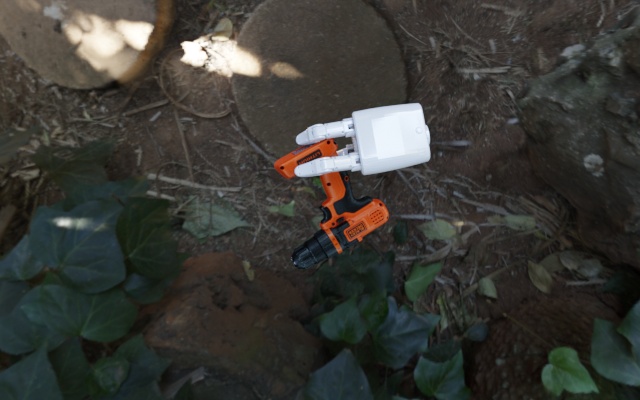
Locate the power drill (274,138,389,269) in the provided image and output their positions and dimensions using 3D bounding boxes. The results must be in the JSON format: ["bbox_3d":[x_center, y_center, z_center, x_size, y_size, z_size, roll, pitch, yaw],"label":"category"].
[{"bbox_3d":[0.000,0.002,0.792,0.184,0.188,0.057,-31,18,-7],"label":"power drill"}]
